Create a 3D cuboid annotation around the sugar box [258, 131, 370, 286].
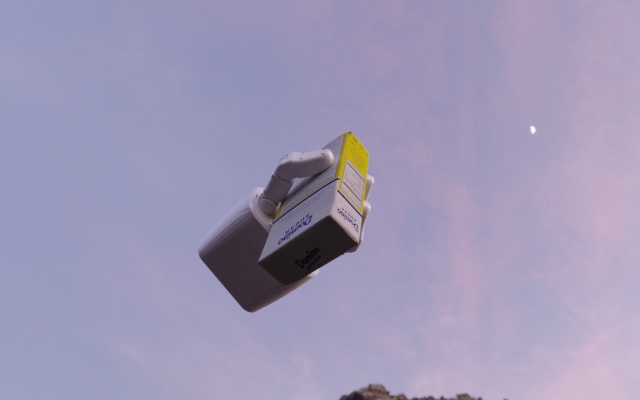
[{"bbox_3d":[0.000,0.002,0.494,0.093,0.048,0.176,-34,23,27],"label":"sugar box"}]
